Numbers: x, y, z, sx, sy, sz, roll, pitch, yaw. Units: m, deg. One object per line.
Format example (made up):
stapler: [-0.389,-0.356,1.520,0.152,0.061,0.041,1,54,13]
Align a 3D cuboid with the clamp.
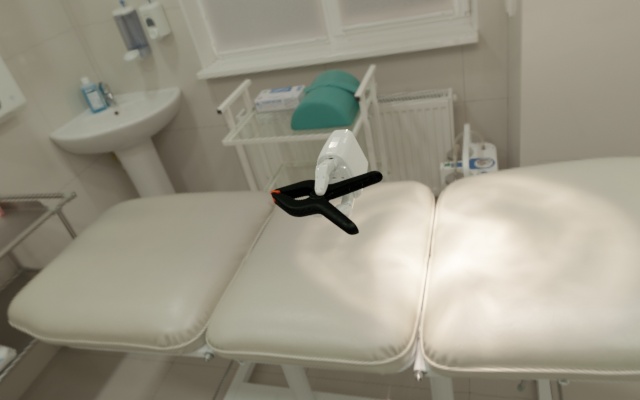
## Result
clamp: [-0.001,0.002,0.880,0.210,0.036,0.164,-2,38,19]
